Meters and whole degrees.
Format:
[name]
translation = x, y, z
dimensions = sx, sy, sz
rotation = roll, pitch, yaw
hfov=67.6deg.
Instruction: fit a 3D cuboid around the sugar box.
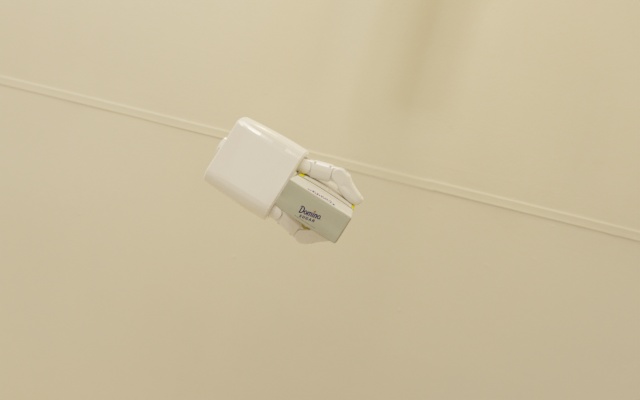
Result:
[sugar box]
translation = 0.000, 0.003, 0.668
dimensions = 0.093, 0.048, 0.176
rotation = 32, 13, 2
